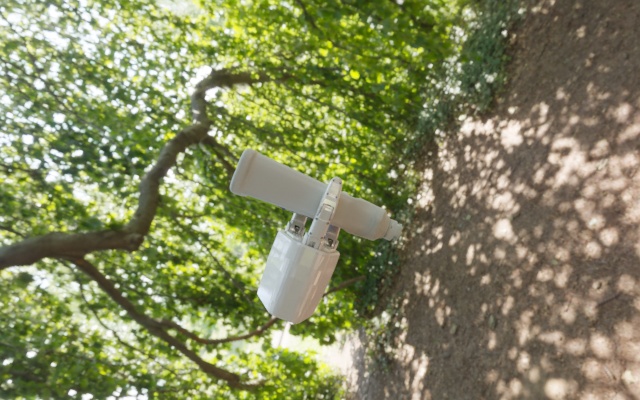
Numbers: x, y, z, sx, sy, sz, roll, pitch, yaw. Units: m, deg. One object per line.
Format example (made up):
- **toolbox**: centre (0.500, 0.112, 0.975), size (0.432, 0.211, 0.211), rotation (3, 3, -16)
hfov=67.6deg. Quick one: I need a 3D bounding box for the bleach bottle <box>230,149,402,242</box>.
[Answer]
- **bleach bottle**: centre (0.000, 0.002, 0.696), size (0.251, 0.068, 0.102), rotation (22, 0, -3)
